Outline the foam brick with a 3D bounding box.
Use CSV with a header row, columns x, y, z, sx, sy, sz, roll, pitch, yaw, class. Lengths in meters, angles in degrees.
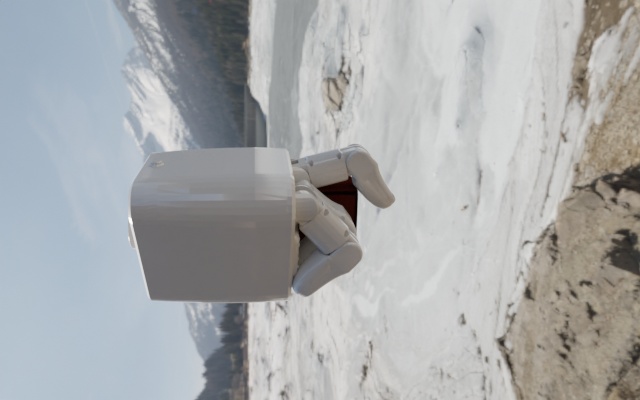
x,y,z,sx,sy,sz,roll,pitch,yaw,class
0.000,0.001,0.418,0.051,0.053,0.078,-2,23,-7,foam brick
